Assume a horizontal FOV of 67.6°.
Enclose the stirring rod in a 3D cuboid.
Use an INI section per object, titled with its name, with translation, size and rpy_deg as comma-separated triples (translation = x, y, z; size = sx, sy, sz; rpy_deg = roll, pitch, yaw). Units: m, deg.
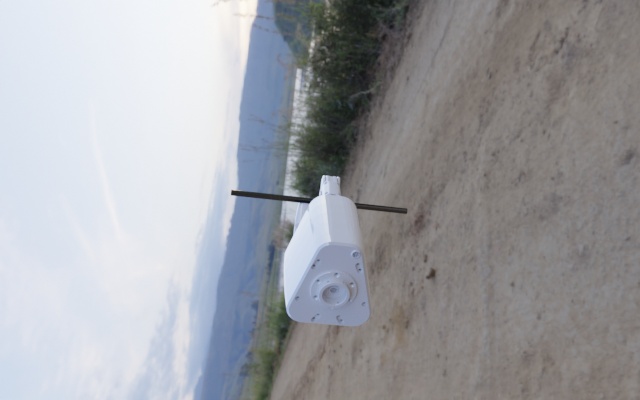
[stirring rod]
translation = 0.000, 0.002, 0.647
size = 0.239, 0.011, 0.011
rpy_deg = 6, -1, -6
